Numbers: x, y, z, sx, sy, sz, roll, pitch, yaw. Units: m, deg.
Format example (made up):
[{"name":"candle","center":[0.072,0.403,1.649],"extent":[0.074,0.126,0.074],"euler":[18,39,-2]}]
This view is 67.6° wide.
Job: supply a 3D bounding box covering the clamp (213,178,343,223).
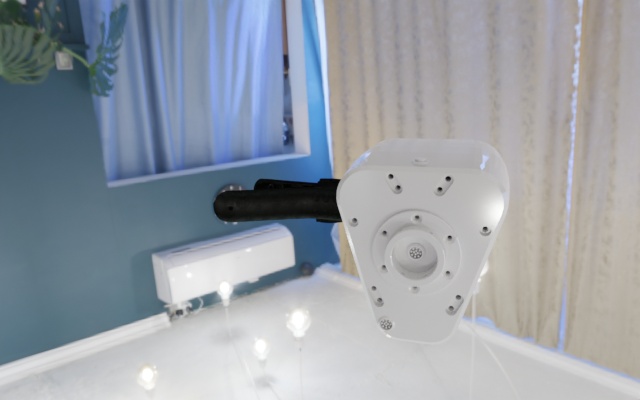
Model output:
[{"name":"clamp","center":[0.000,0.002,0.401],"extent":[0.171,0.039,0.120],"euler":[1,14,18]}]
